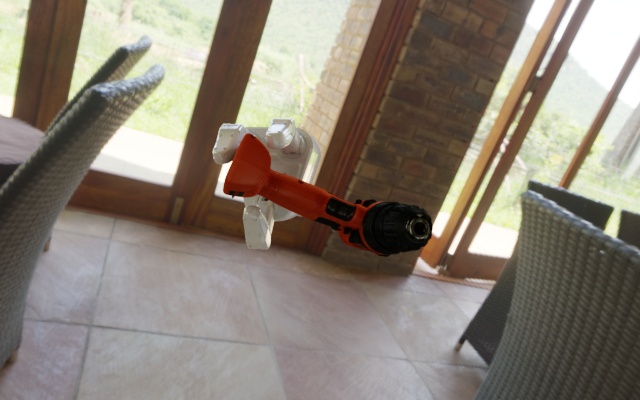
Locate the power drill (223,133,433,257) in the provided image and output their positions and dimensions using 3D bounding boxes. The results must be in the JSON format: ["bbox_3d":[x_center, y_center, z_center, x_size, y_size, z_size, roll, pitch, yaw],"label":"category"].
[{"bbox_3d":[0.000,0.001,0.469,0.187,0.057,0.184,26,-11,-11],"label":"power drill"}]
